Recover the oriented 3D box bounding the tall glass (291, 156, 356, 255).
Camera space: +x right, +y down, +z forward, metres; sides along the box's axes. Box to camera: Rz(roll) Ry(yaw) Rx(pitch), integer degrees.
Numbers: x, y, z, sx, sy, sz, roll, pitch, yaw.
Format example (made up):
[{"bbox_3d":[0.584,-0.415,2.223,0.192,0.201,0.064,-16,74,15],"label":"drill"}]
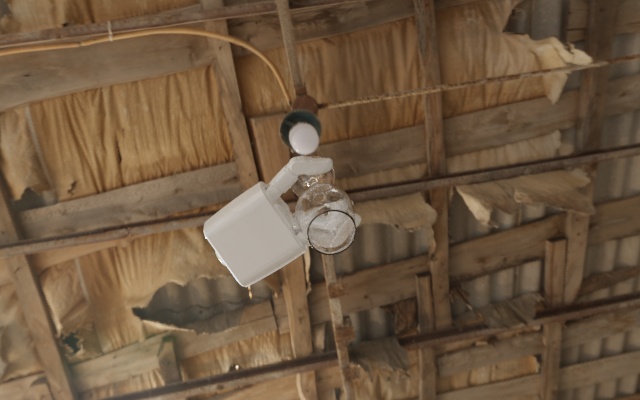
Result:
[{"bbox_3d":[0.000,0.002,0.672,0.079,0.079,0.201,0,22,-9],"label":"tall glass"}]
